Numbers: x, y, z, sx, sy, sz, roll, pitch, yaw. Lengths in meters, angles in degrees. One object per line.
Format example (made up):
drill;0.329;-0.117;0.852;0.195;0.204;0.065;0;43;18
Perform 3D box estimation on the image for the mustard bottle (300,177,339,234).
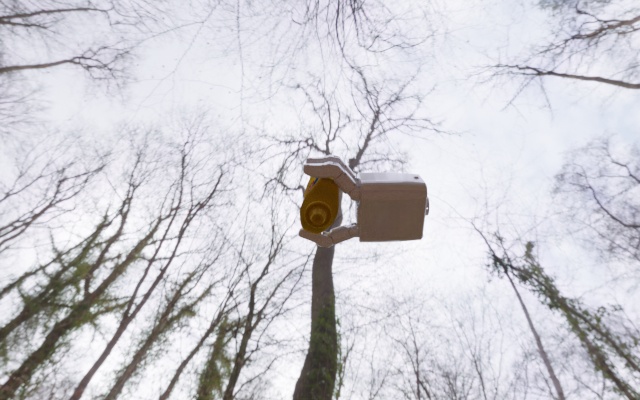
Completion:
mustard bottle;0.000;0.002;0.786;0.058;0.096;0.191;22;15;-4
